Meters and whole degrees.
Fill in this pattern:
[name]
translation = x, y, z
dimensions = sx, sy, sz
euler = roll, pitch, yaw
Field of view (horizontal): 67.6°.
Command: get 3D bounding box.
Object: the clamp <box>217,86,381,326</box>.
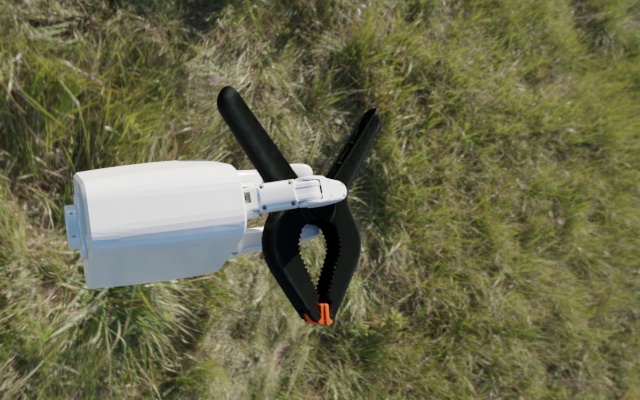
[clamp]
translation = 0.000, 0.002, 0.428
dimensions = 0.164, 0.210, 0.036
euler = -7, -5, -31
